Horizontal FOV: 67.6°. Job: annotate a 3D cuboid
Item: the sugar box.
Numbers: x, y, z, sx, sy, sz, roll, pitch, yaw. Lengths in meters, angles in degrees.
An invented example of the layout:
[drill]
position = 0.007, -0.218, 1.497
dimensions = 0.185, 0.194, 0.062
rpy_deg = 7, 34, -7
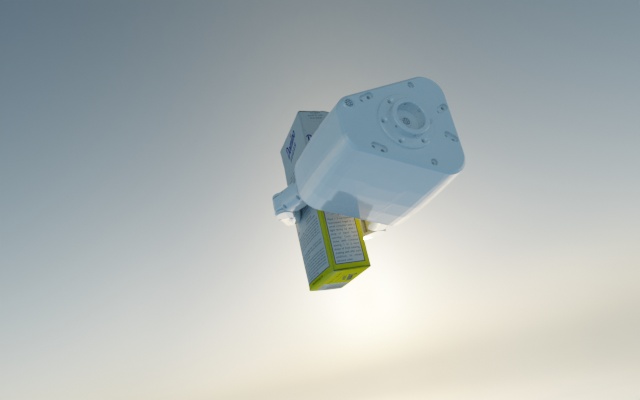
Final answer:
[sugar box]
position = 0.001, 0.002, 0.514
dimensions = 0.048, 0.176, 0.093
rpy_deg = -3, -22, -19
